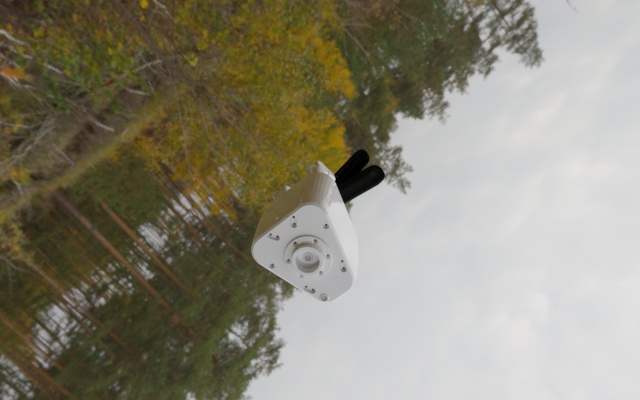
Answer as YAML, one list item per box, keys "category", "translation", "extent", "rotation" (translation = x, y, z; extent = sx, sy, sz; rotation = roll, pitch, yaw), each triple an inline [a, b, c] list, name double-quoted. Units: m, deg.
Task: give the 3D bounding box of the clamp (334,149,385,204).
- category: "clamp"
  translation: [0.000, 0.003, 0.678]
  extent: [0.210, 0.036, 0.164]
  rotation: [-38, 11, 14]
